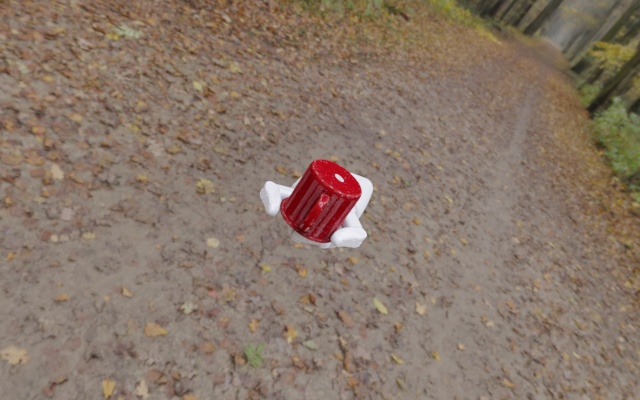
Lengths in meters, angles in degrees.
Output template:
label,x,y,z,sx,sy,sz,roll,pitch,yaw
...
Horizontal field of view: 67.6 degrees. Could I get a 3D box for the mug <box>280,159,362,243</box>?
label,x,y,z,sx,sy,sz,roll,pitch,yaw
mug,0.000,0.002,0.643,0.093,0.081,0.117,35,28,1
